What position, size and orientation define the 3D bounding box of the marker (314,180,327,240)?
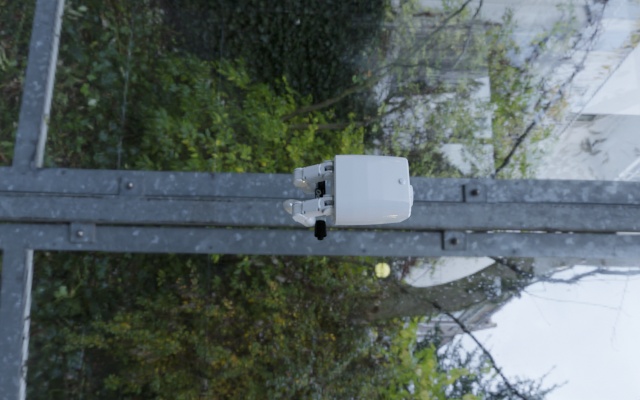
[{"bbox_3d":[0.000,0.002,0.733,0.020,0.121,0.020,0,-23,0],"label":"marker"}]
